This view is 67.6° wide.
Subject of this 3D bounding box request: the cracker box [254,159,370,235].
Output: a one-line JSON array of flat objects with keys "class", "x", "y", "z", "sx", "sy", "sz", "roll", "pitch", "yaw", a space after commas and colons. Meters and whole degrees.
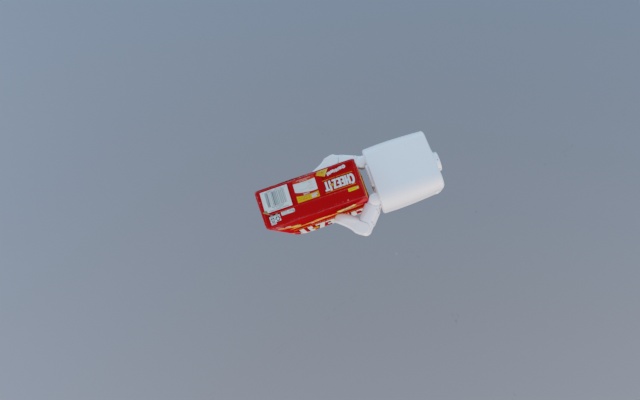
[{"class": "cracker box", "x": 0.000, "y": 0.002, "z": 0.820, "sx": 0.164, "sy": 0.072, "sz": 0.214, "roll": -19, "pitch": -9, "yaw": 6}]
